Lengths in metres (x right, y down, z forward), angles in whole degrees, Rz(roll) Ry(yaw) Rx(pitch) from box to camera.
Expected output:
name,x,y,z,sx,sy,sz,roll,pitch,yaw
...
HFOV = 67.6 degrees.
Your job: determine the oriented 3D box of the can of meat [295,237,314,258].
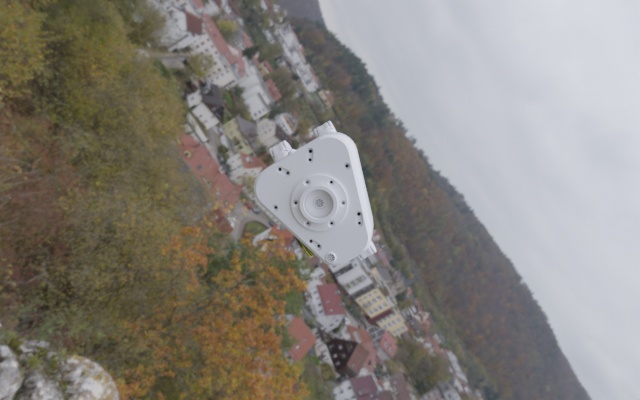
name,x,y,z,sx,sy,sz,roll,pitch,yaw
can of meat,0.000,0.002,0.557,0.084,0.102,0.057,-30,0,7
